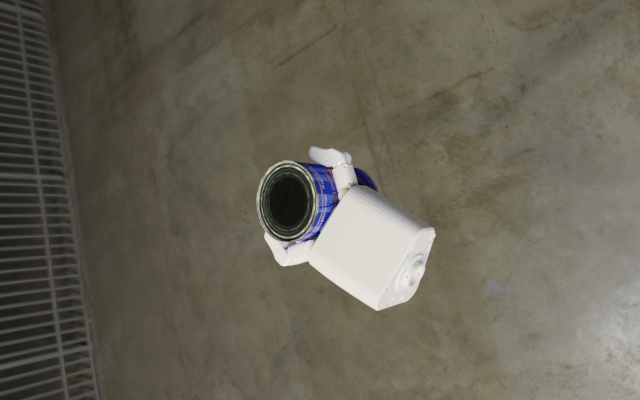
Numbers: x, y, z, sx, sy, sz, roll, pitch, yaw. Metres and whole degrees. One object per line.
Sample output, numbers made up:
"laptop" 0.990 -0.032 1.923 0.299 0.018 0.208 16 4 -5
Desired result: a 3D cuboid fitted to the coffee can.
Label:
"coffee can" 0.000 0.002 0.642 0.103 0.103 0.140 0 0 39
